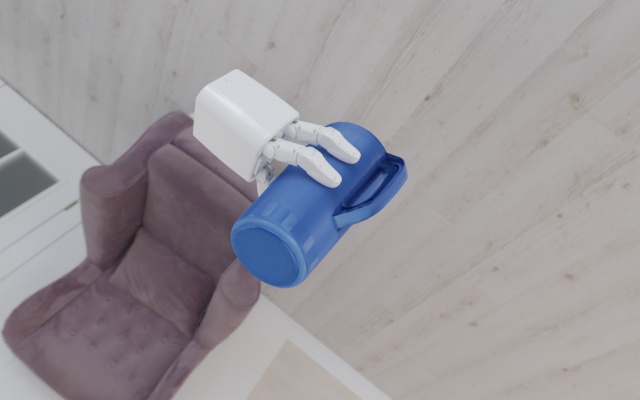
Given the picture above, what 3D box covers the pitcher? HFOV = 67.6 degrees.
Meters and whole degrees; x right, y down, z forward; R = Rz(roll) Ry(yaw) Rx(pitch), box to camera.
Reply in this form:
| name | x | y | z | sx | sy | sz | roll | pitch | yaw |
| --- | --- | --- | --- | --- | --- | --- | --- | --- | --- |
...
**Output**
| name | x | y | z | sx | sy | sz | roll | pitch | yaw |
| --- | --- | --- | --- | --- | --- | --- | --- | --- | --- |
| pitcher | 0.000 | 0.002 | 0.639 | 0.242 | 0.145 | 0.149 | -49 | -4 | -44 |
